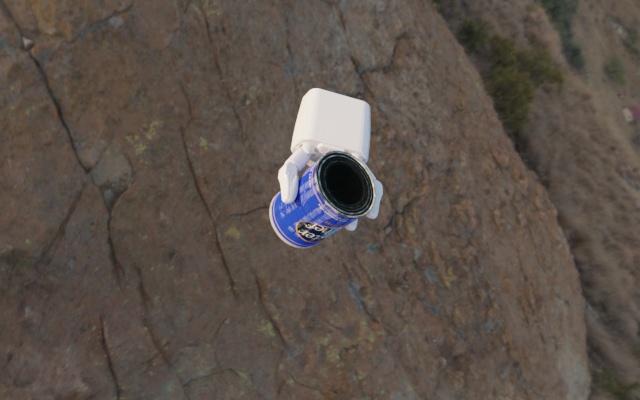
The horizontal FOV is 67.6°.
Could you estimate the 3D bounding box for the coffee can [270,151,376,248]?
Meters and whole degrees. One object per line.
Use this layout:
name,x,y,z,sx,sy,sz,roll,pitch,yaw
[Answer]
coffee can,0.000,0.003,0.716,0.103,0.102,0.140,0,-22,-35
